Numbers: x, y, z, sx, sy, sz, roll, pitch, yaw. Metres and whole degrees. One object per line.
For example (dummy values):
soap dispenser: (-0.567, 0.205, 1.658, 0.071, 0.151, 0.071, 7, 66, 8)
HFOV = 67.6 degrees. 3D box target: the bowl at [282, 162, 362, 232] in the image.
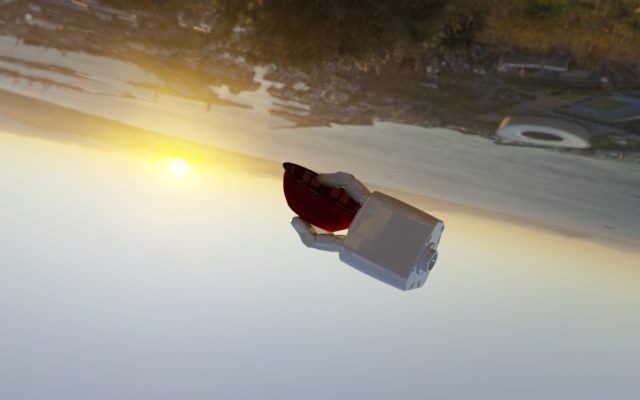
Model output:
bowl: (-0.001, 0.002, 0.748, 0.162, 0.055, 0.162, 29, 12, -7)
